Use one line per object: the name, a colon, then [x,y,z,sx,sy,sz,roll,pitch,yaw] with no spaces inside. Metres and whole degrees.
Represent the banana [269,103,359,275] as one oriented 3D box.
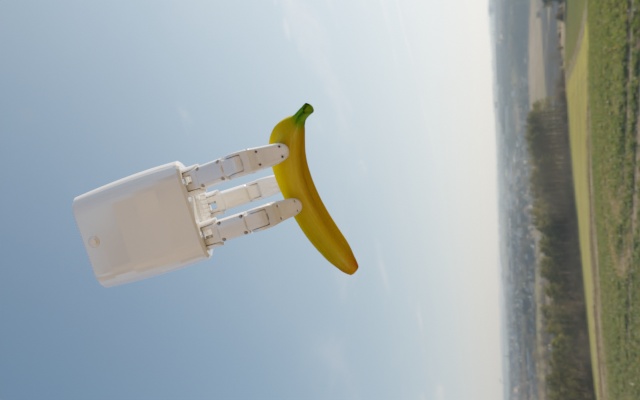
banana: [-0.012,-0.005,0.497,0.037,0.198,0.069,-34,32,-26]
